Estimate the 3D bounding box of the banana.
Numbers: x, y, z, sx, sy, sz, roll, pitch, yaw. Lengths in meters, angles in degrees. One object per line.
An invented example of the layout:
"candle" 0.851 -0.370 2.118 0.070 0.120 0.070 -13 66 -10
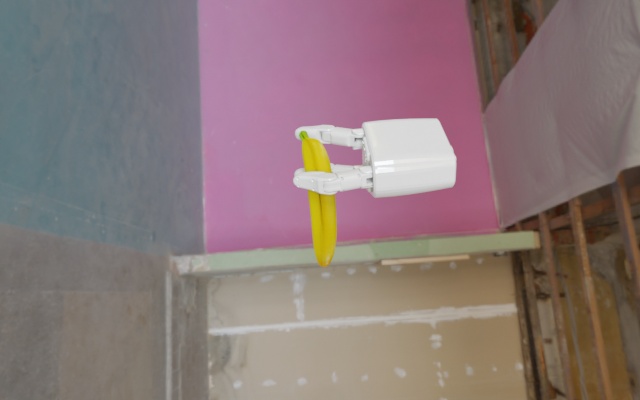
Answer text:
"banana" 0.001 0.001 0.656 0.037 0.198 0.069 -7 6 -4
